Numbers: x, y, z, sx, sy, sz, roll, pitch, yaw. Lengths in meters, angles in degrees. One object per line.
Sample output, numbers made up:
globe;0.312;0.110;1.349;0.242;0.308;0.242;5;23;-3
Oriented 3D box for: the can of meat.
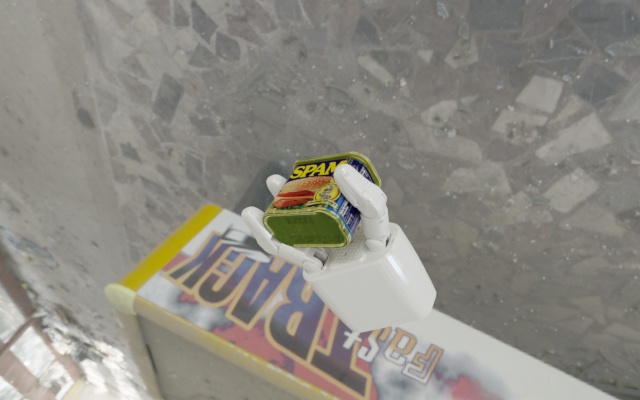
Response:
can of meat;0.000;0.002;0.495;0.102;0.057;0.084;-4;42;38
